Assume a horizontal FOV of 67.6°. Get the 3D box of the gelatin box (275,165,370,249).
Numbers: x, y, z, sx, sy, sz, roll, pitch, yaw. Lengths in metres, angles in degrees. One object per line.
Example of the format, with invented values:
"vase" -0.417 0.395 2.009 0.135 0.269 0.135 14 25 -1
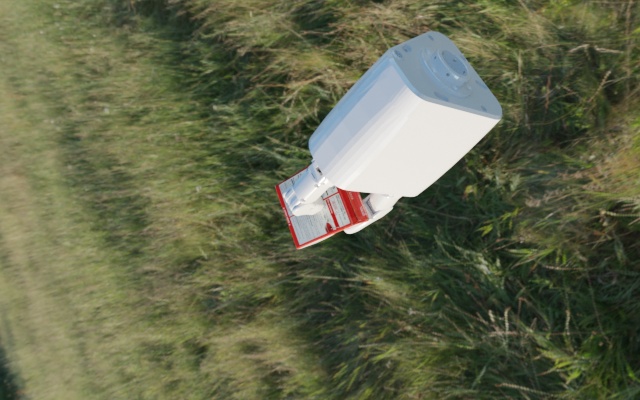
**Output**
"gelatin box" 0.000 0.002 0.490 0.030 0.073 0.089 -13 -11 -47
